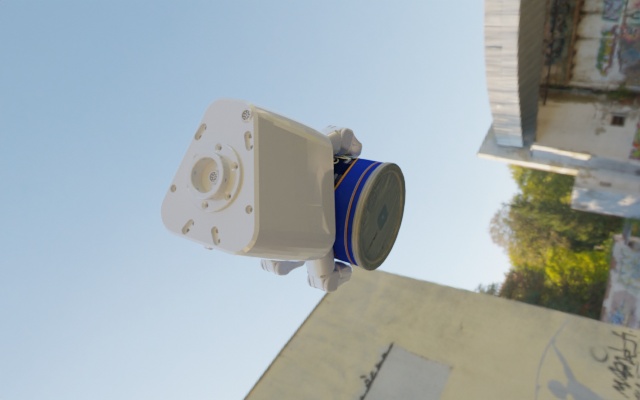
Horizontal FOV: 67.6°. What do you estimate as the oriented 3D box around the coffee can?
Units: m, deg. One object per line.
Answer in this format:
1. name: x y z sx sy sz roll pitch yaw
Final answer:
1. coffee can: 0.000 0.002 0.476 0.140 0.103 0.103 14 7 29
